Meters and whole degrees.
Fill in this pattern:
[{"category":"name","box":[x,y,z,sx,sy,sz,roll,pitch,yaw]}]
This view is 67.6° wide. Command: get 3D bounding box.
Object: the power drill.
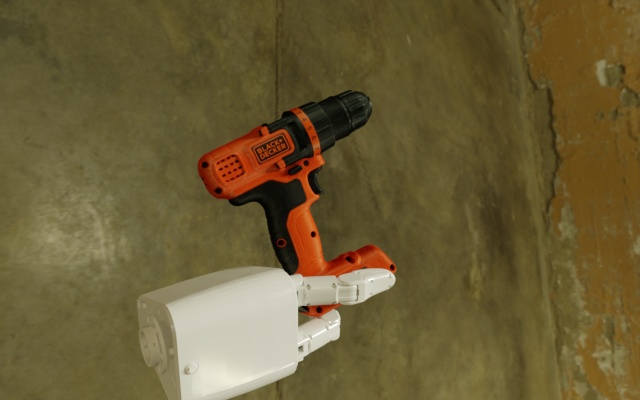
[{"category":"power drill","box":[0.000,0.002,0.468,0.184,0.187,0.057,-28,5,-14]}]
